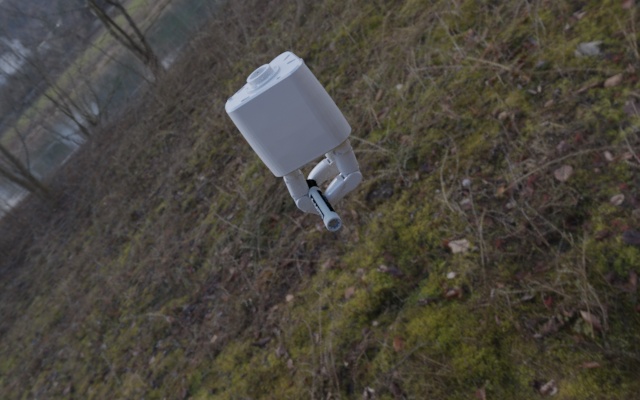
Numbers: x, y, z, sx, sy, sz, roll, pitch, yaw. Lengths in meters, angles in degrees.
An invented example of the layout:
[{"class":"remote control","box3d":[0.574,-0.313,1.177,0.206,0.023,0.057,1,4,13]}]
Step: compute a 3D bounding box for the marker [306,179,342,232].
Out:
[{"class":"marker","box3d":[0.000,0.002,0.597,0.020,0.020,0.121,0,25,-17]}]
